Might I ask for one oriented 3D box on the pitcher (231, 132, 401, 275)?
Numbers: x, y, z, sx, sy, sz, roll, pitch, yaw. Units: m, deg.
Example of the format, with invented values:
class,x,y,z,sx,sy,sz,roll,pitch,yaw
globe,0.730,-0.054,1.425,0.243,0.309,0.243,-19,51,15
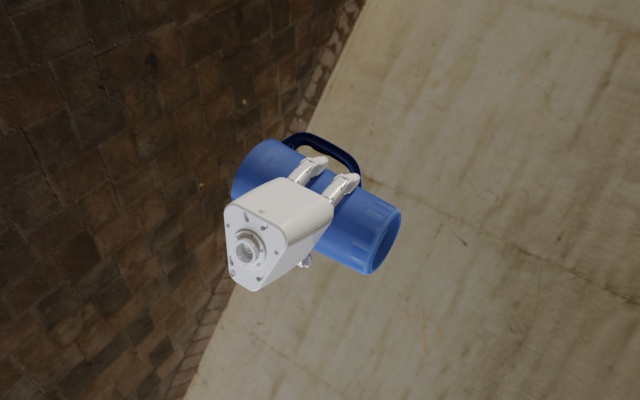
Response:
class,x,y,z,sx,sy,sz,roll,pitch,yaw
pitcher,0.000,0.002,0.731,0.243,0.149,0.145,27,26,20
